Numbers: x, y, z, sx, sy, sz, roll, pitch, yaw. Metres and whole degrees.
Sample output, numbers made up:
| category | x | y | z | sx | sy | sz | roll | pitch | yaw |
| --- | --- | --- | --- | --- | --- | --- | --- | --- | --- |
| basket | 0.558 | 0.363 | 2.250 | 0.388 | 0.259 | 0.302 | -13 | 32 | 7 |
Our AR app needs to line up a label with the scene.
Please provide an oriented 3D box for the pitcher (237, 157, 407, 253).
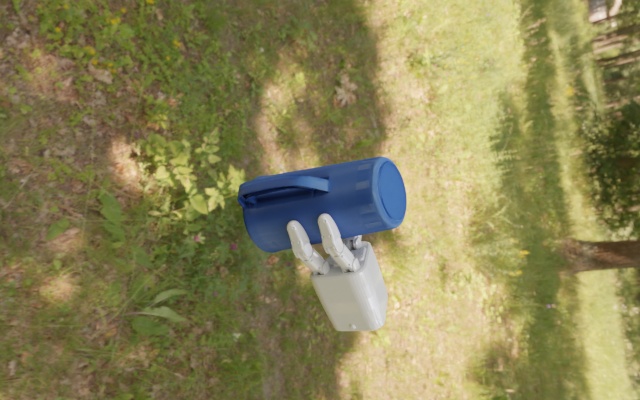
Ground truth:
| category | x | y | z | sx | sy | sz | roll | pitch | yaw |
| --- | --- | --- | --- | --- | --- | --- | --- | --- | --- |
| pitcher | 0.000 | 0.003 | 0.748 | 0.243 | 0.145 | 0.149 | -11 | 17 | 33 |
